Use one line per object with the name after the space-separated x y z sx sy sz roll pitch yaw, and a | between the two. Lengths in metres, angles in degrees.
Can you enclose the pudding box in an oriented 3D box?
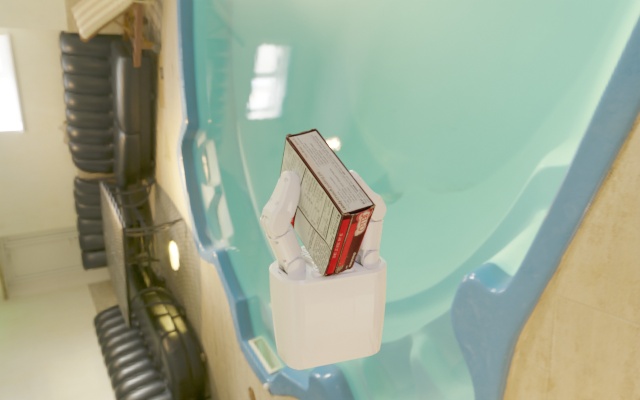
0.000 0.002 0.455 0.039 0.090 0.113 -16 52 -28 | pudding box
